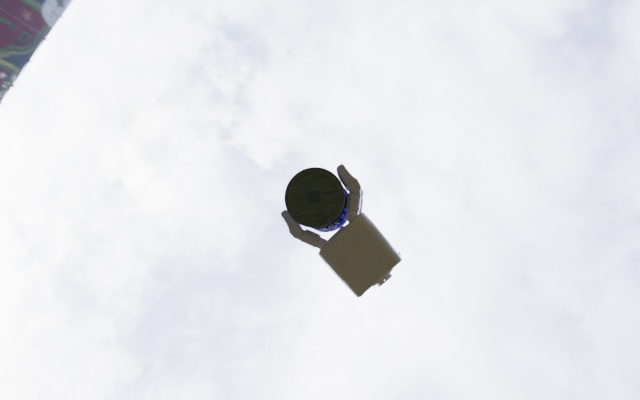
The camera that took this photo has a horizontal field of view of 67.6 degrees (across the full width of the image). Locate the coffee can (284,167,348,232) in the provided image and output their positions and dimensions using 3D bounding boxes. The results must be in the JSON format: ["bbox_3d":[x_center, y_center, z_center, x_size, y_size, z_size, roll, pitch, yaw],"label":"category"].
[{"bbox_3d":[0.000,0.003,0.865,0.103,0.103,0.140,0,-7,9],"label":"coffee can"}]
